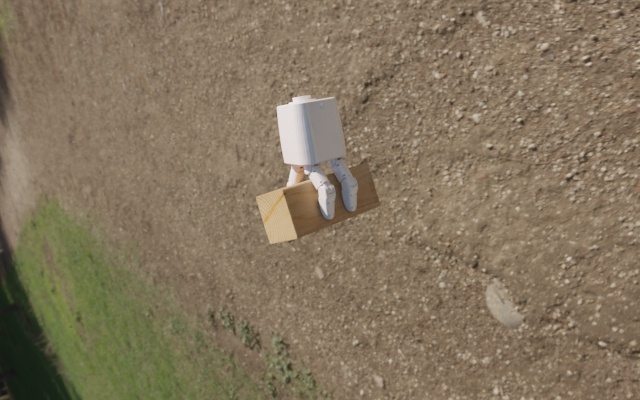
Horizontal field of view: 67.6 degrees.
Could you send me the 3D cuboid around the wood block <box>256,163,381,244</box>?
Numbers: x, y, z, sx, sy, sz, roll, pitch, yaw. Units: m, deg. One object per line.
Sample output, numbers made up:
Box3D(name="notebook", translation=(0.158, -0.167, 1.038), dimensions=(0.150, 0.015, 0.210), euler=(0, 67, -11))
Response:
Box3D(name="wood block", translation=(0.000, 0.003, 0.877), dimensions=(0.206, 0.090, 0.091), euler=(-19, 2, -38))
